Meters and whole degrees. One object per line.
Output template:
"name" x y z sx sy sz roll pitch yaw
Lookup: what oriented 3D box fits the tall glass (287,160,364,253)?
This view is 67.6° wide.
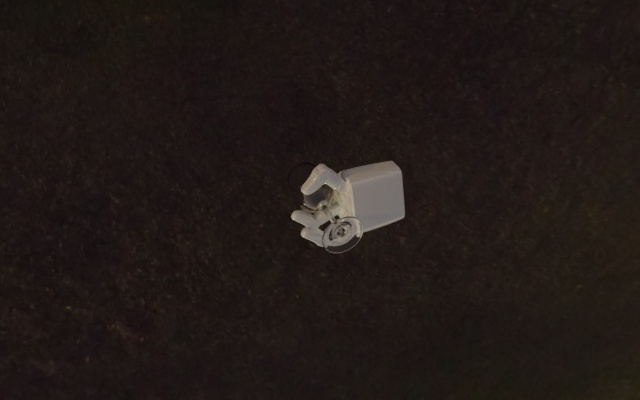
"tall glass" 0.000 0.003 0.853 0.079 0.079 0.201 0 33 -27
